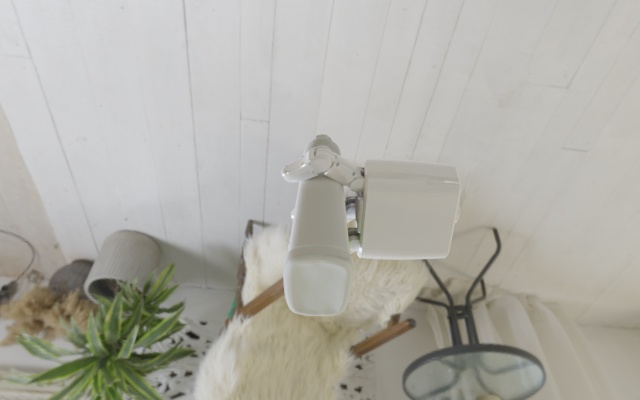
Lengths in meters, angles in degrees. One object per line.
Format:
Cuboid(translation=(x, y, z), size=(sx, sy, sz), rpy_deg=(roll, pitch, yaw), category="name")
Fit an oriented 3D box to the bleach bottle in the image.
Cuboid(translation=(0.000, 0.002, 0.554), size=(0.068, 0.103, 0.250), rpy_deg=(2, 44, -1), category="bleach bottle")
